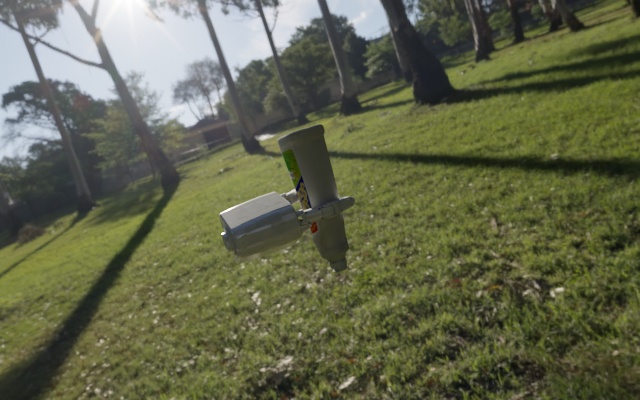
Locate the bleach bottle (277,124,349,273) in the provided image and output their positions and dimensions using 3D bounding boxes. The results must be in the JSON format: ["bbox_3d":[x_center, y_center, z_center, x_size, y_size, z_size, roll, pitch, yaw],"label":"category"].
[{"bbox_3d":[0.000,0.003,0.815,0.068,0.251,0.102,-20,8,-19],"label":"bleach bottle"}]
